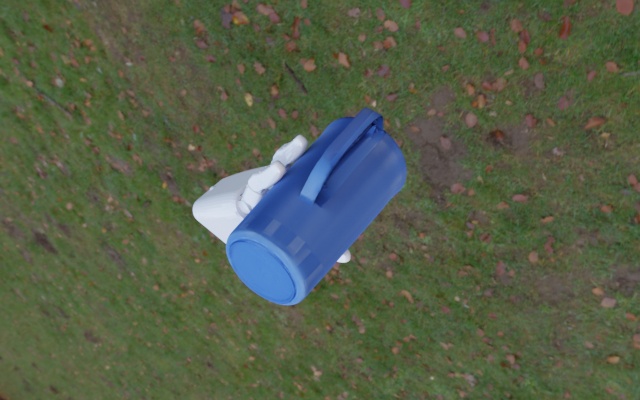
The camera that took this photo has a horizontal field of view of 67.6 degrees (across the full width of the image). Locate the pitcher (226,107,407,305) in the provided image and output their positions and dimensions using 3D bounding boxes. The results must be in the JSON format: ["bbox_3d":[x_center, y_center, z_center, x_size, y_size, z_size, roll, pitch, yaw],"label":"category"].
[{"bbox_3d":[0.000,0.002,0.584,0.145,0.149,0.242,-6,31,42],"label":"pitcher"}]
